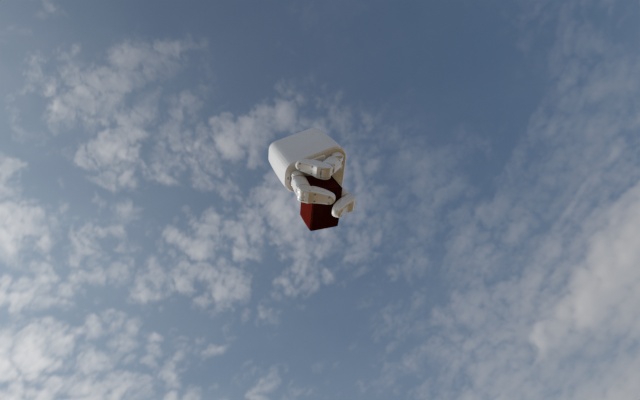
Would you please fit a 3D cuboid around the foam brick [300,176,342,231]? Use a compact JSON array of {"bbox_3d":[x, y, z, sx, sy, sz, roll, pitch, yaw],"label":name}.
[{"bbox_3d":[0.000,0.003,0.803,0.053,0.078,0.051,-7,32,-23],"label":"foam brick"}]
